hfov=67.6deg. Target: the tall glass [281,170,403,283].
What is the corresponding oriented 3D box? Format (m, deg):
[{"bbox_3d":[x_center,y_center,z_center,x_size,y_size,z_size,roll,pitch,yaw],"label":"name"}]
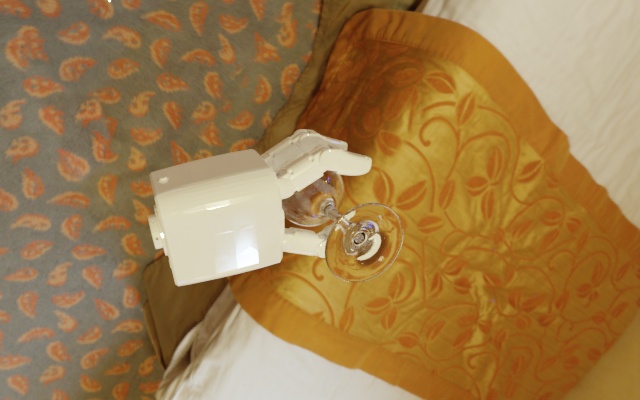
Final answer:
[{"bbox_3d":[0.000,0.002,0.487,0.079,0.079,0.201,0,21,-24],"label":"tall glass"}]
